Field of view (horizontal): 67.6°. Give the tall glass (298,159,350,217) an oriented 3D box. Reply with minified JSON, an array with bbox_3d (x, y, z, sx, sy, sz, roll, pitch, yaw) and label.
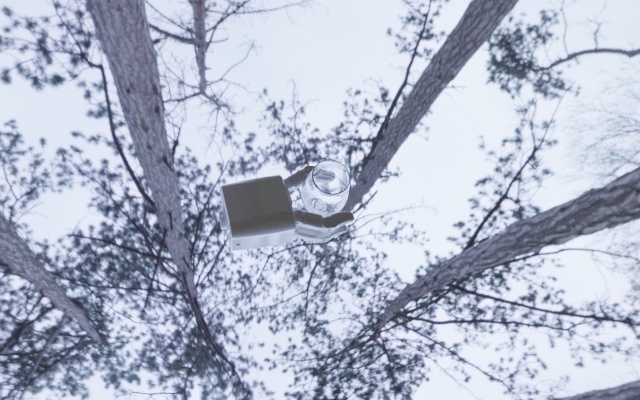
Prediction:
[{"bbox_3d":[0.000,0.003,0.831,0.079,0.079,0.201,0,-24,-11],"label":"tall glass"}]
